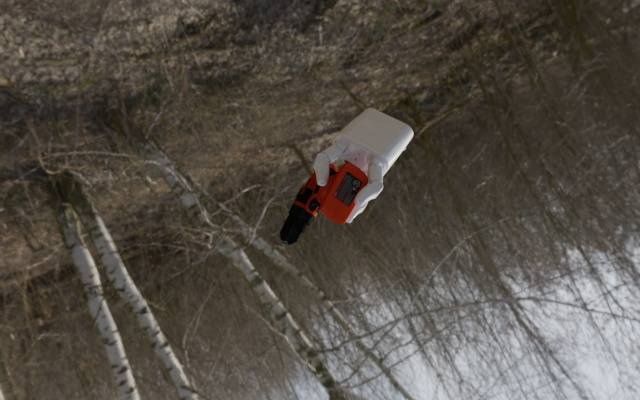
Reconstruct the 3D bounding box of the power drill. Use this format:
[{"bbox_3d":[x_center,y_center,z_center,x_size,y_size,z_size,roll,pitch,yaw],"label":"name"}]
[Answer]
[{"bbox_3d":[0.000,0.003,0.879,0.057,0.184,0.187,33,-13,-19],"label":"power drill"}]
